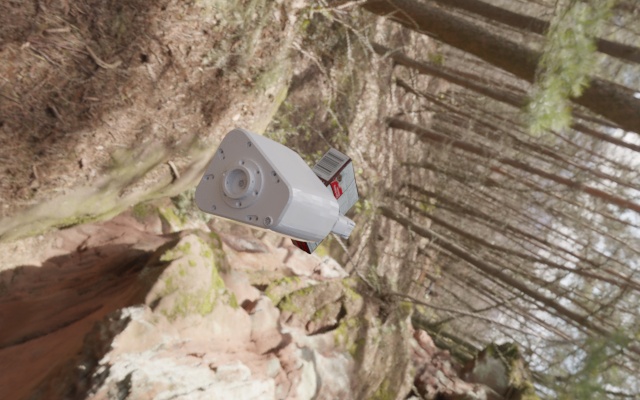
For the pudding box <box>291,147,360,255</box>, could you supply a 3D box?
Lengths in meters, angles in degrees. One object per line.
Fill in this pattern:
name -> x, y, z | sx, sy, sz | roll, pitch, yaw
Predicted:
pudding box -> 0.000, 0.002, 0.615 | 0.039, 0.113, 0.090 | 32, -23, 29
